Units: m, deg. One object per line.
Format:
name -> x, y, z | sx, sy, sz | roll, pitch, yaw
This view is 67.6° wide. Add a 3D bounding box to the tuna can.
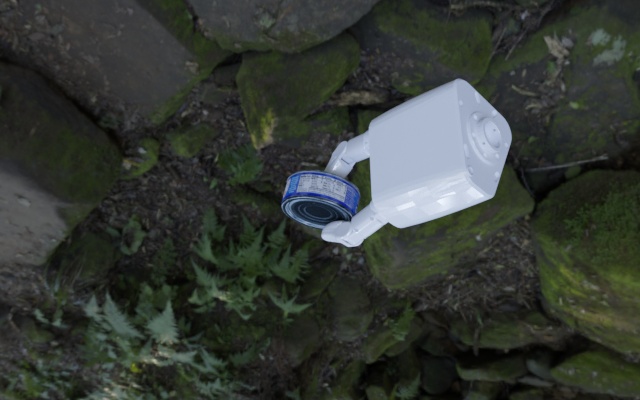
tuna can -> 0.000, 0.002, 0.537 | 0.086, 0.033, 0.086 | 11, -25, 5
